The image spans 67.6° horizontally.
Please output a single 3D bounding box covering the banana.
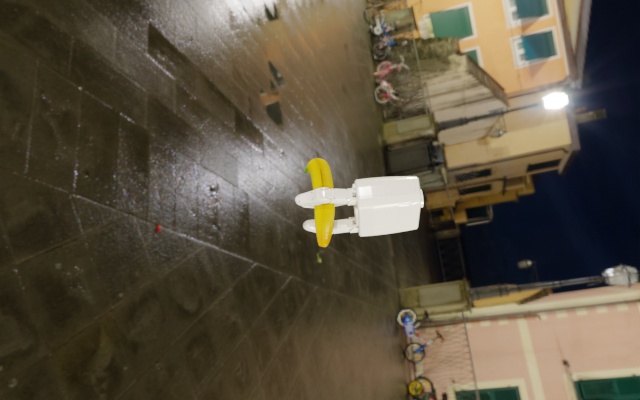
[{"bbox_3d":[0.002,-0.013,0.835,0.037,0.197,0.070,0,-45,-10],"label":"banana"}]
